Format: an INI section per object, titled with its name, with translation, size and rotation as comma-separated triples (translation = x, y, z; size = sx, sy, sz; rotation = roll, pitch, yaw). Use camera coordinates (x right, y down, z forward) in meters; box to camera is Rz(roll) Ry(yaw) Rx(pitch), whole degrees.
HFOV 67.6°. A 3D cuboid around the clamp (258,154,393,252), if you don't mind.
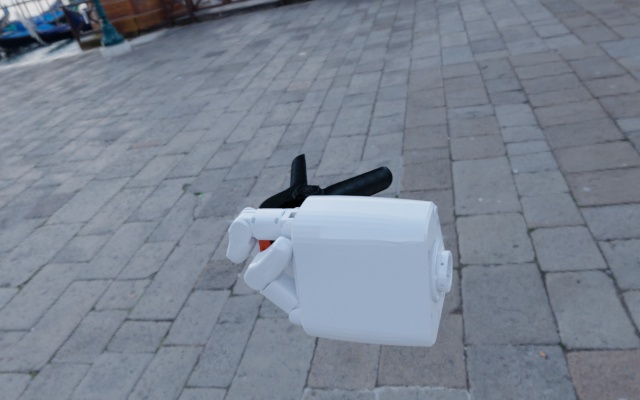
[clamp]
translation = 0.000, 0.001, 0.480
size = 0.120, 0.039, 0.171
rotation = 1, 34, 23
